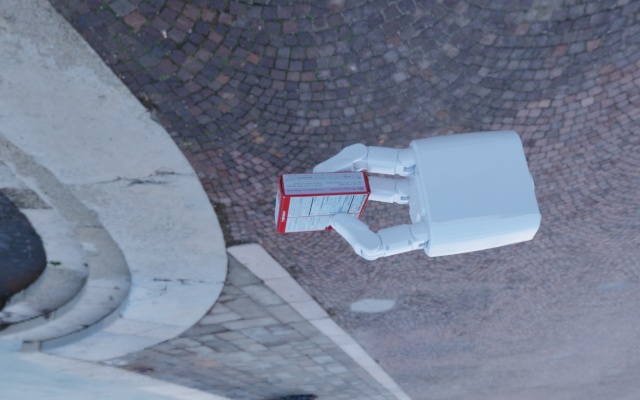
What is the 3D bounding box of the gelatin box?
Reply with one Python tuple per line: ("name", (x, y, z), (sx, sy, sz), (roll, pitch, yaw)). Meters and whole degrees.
("gelatin box", (0.000, 0.002, 0.489), (0.089, 0.030, 0.073), (-4, -31, -12))
